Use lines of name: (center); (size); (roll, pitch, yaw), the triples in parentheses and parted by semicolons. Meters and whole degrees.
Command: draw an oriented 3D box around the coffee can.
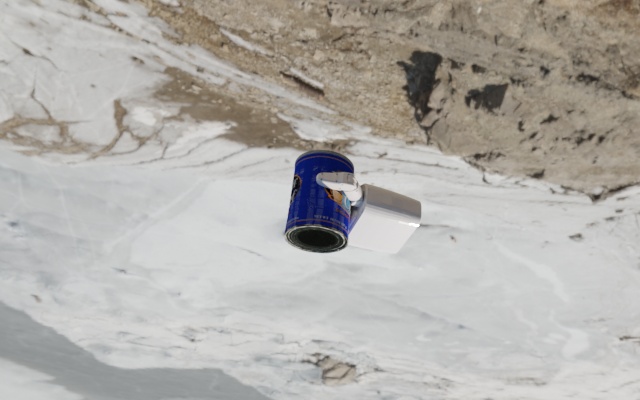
coffee can: (0.000, 0.002, 0.785); (0.103, 0.140, 0.103); (5, -29, 3)
